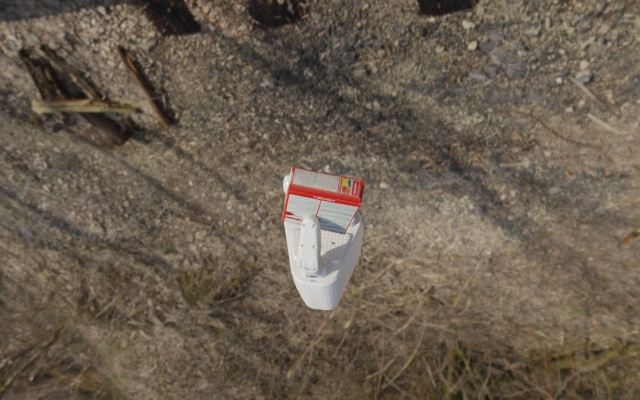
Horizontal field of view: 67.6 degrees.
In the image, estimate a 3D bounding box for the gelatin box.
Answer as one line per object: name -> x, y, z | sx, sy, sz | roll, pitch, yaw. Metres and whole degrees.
gelatin box -> 0.000, 0.002, 0.498 | 0.073, 0.030, 0.089 | 11, -24, -4
